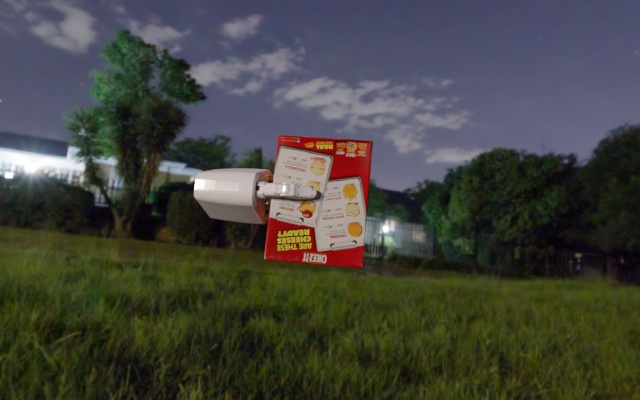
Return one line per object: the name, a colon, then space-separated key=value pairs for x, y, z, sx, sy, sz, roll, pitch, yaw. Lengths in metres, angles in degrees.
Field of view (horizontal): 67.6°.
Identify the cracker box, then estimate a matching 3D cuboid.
cracker box: x=0.000 y=0.002 z=0.816 sx=0.164 sy=0.213 sz=0.072 roll=4 pitch=-9 yaw=6
